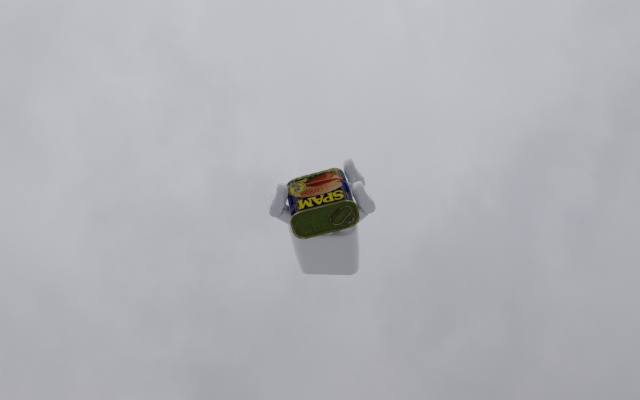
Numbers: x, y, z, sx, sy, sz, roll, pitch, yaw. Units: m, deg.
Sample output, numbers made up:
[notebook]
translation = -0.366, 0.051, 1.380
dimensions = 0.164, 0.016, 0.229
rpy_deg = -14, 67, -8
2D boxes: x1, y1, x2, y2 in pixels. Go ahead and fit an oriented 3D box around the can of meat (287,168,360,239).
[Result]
[can of meat]
translation = 0.000, 0.002, 0.730
dimensions = 0.102, 0.057, 0.084
rpy_deg = -14, 43, 0
